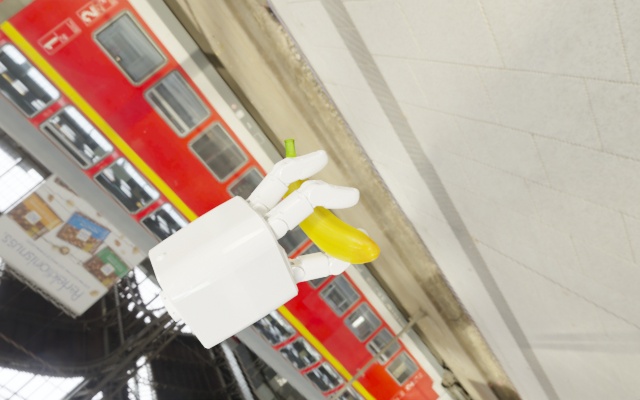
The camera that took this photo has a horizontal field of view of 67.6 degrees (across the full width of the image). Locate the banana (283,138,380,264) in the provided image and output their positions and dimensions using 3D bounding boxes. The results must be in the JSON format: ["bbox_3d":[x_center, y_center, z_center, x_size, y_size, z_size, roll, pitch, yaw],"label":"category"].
[{"bbox_3d":[-0.002,0.013,0.518,0.037,0.070,0.197,-20,48,-22],"label":"banana"}]
